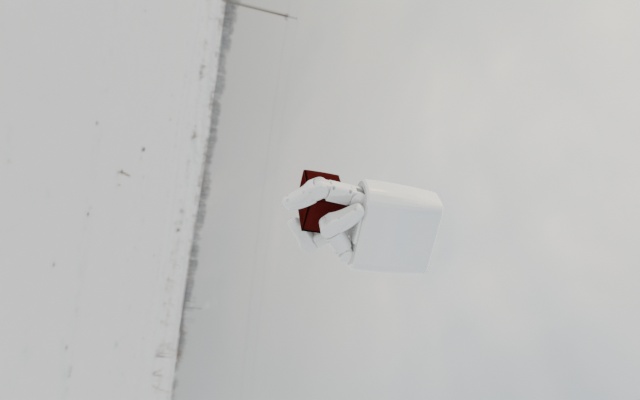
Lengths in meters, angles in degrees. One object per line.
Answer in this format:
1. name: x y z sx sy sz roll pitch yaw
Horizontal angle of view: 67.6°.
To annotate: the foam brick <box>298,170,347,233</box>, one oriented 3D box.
1. foam brick: 0.000 0.002 0.649 0.051 0.053 0.078 7 33 -13
